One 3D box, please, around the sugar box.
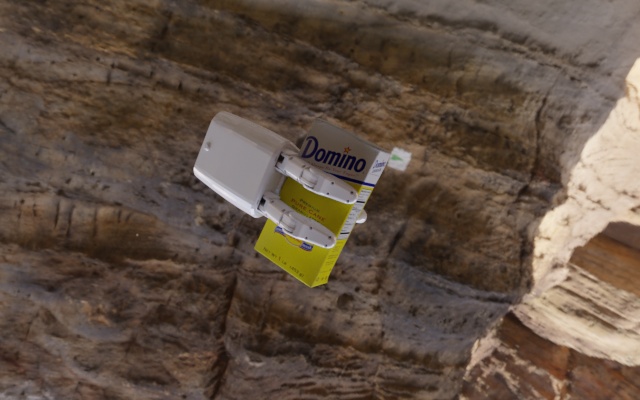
[{"bbox_3d":[0.000,0.002,0.559,0.093,0.176,0.048,30,14,24],"label":"sugar box"}]
